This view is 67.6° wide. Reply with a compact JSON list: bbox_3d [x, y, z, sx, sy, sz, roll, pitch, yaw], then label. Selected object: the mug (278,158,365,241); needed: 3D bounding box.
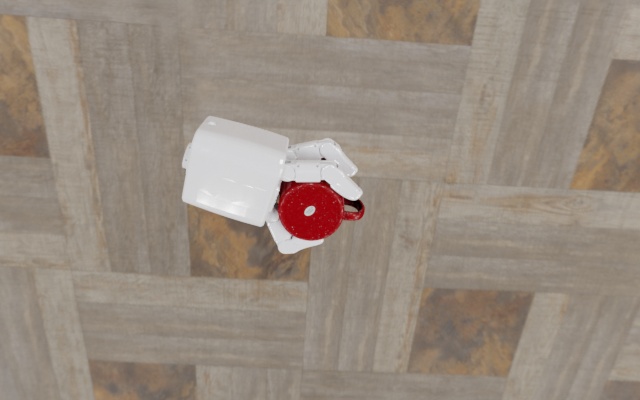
[{"bbox_3d":[0.001,0.003,0.612,0.117,0.093,0.081,16,24,-7],"label":"mug"}]
